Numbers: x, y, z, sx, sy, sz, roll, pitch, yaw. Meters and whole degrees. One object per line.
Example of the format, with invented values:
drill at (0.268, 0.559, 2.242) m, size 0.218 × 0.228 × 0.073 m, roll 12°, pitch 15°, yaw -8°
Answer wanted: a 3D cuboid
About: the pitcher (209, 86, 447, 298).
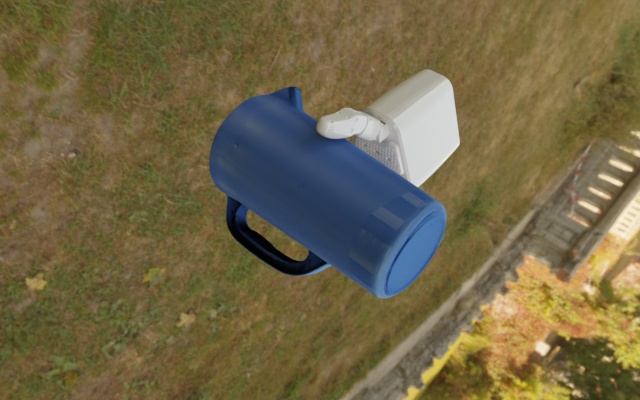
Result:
pitcher at (0.000, 0.002, 0.509) m, size 0.145 × 0.149 × 0.242 m, roll -38°, pitch 55°, yaw -26°
